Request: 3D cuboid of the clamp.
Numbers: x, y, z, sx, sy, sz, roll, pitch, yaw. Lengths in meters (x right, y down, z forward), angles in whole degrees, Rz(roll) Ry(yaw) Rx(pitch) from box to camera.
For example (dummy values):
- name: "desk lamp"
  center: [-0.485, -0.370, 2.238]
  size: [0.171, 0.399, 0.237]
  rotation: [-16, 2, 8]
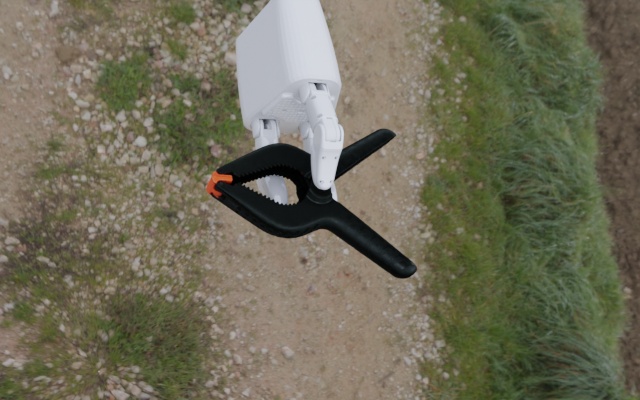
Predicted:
- name: "clamp"
  center: [0.000, 0.001, 0.458]
  size: [0.210, 0.164, 0.036]
  rotation: [-2, -22, -25]
